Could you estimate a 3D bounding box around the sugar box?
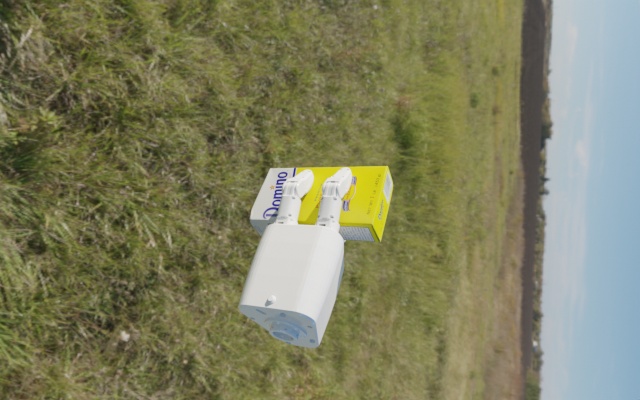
[{"bbox_3d":[0.000,0.002,0.625,0.176,0.093,0.048,2,-37,24],"label":"sugar box"}]
